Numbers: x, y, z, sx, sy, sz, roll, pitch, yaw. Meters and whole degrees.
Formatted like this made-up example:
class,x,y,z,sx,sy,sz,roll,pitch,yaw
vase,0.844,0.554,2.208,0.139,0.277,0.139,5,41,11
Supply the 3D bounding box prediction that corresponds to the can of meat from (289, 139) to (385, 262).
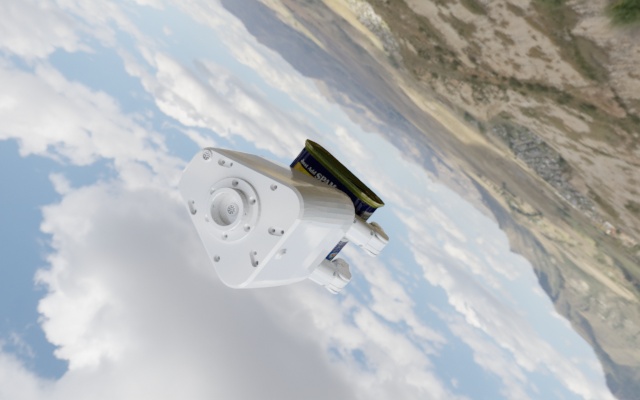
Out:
class,x,y,z,sx,sy,sz,roll,pitch,yaw
can of meat,0.000,0.002,0.495,0.102,0.084,0.057,43,12,16
